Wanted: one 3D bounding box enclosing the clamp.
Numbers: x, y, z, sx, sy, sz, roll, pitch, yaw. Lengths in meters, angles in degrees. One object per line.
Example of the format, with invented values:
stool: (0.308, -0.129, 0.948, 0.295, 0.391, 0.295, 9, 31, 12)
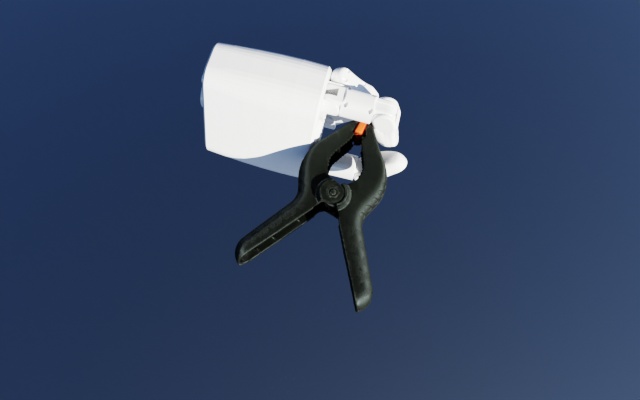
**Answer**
clamp: (0.000, 0.001, 0.419, 0.120, 0.171, 0.039, 14, -22, 0)
